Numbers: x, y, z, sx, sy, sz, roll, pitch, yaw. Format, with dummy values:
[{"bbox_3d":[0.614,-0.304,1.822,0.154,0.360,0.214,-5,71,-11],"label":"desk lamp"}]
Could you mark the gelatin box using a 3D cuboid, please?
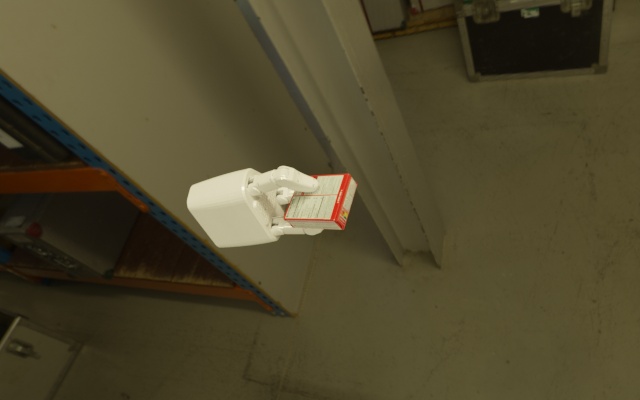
[{"bbox_3d":[0.000,0.002,0.663,0.089,0.073,0.030,-1,-31,36],"label":"gelatin box"}]
